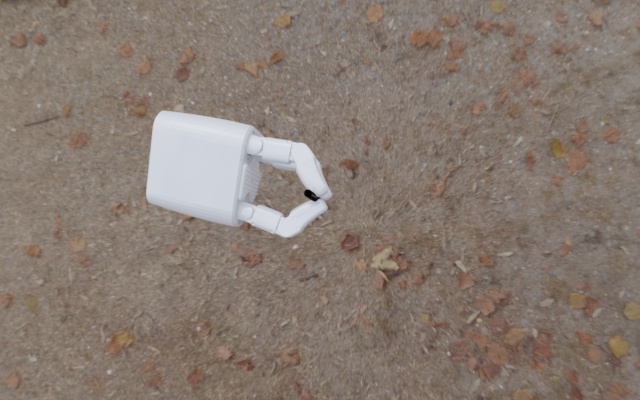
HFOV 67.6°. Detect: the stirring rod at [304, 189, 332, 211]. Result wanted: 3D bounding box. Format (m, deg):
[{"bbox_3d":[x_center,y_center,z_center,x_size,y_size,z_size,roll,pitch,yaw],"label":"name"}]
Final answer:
[{"bbox_3d":[0.000,0.002,0.581,0.011,0.011,0.239,0,-4,6],"label":"stirring rod"}]
